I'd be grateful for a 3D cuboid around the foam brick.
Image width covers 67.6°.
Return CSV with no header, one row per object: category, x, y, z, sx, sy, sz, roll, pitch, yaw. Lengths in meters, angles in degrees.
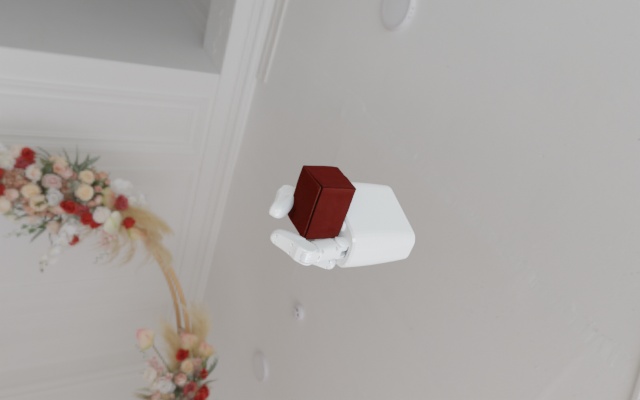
foam brick,0.000,0.002,0.589,0.051,0.078,0.053,0,35,-31
